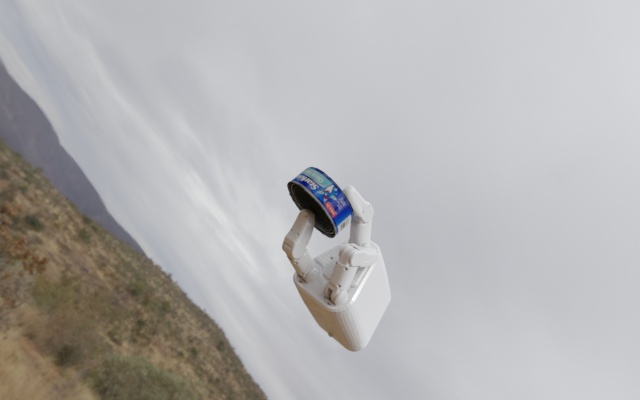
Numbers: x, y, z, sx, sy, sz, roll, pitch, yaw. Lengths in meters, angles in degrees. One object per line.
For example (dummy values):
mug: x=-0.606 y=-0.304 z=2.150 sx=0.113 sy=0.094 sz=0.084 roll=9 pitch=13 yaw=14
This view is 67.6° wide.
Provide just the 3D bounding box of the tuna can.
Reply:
tuna can: x=0.000 y=0.001 z=0.573 sx=0.033 sy=0.086 sz=0.086 roll=-40 pitch=14 yaw=-17
